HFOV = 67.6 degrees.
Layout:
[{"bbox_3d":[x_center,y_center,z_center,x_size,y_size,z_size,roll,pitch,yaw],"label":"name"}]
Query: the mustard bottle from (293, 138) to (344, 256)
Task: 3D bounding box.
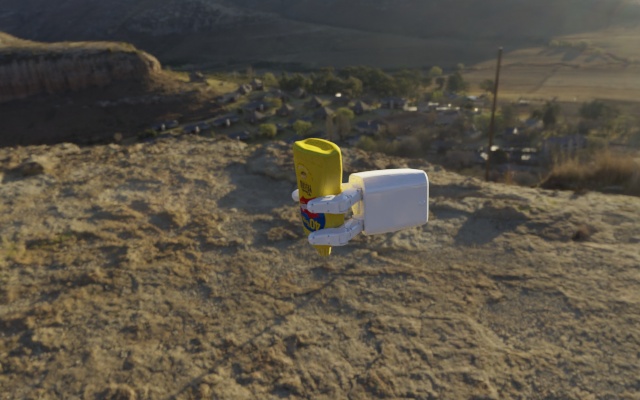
[{"bbox_3d":[0.000,0.002,0.765,0.058,0.192,0.096,-19,28,-29],"label":"mustard bottle"}]
